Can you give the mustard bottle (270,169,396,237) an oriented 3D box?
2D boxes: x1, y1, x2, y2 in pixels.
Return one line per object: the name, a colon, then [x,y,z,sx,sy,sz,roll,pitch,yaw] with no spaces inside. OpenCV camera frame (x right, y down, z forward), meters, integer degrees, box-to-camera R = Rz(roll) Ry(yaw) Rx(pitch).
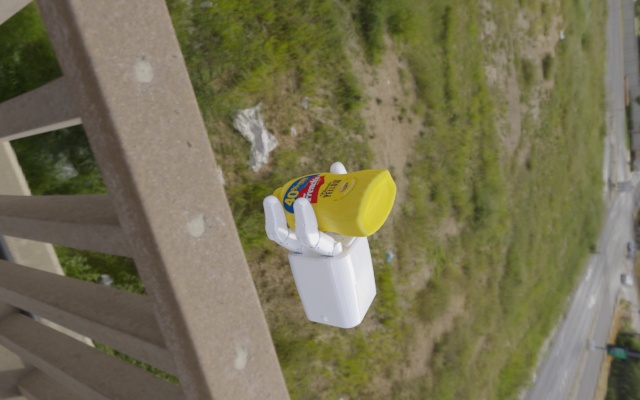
mustard bottle: [0.000,0.002,0.643,0.191,0.058,0.096,0,45,41]
